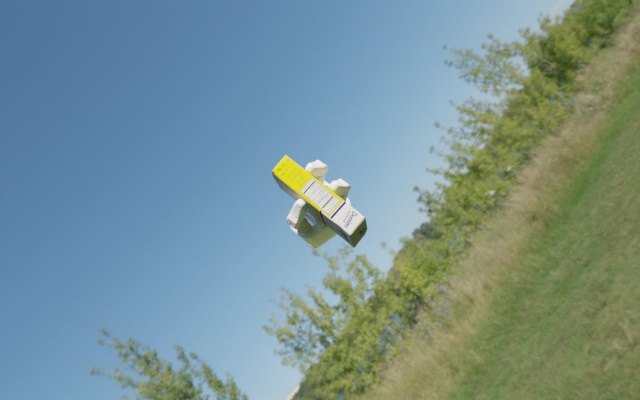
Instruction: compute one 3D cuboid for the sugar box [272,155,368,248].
[{"bbox_3d":[0.000,0.002,0.815,0.176,0.048,0.093,36,-10,17],"label":"sugar box"}]
